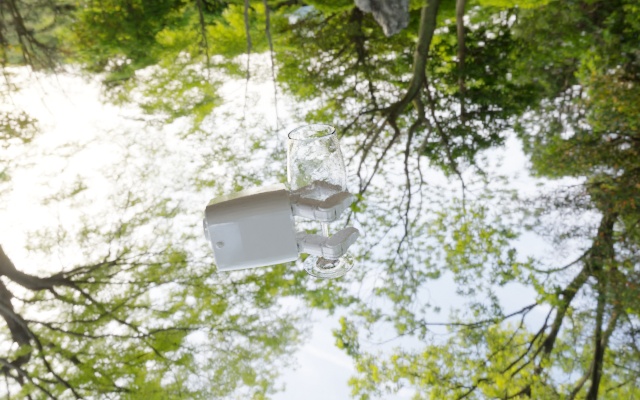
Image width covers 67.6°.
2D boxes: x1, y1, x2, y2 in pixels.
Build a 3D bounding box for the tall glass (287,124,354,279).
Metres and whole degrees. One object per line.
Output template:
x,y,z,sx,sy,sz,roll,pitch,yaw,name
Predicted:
0.000,0.003,0.644,0.079,0.201,0.079,-6,26,3,tall glass
